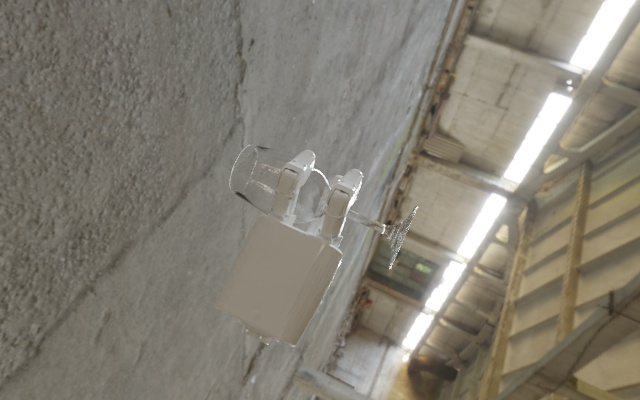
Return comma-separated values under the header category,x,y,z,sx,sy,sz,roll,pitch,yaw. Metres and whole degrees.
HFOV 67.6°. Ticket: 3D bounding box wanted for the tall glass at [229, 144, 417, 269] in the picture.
category,x,y,z,sx,sy,sz,roll,pitch,yaw
tall glass,0.001,0.002,0.534,0.201,0.079,0.079,24,5,11
